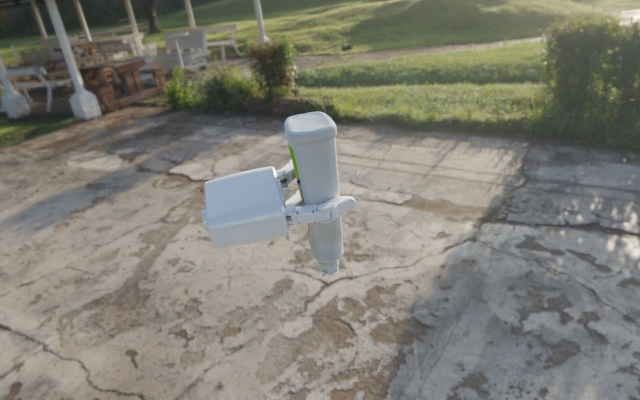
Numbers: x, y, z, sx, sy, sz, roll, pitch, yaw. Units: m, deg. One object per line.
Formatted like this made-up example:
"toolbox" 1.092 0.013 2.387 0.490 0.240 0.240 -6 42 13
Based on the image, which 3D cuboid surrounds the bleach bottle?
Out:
"bleach bottle" 0.000 0.002 0.711 0.068 0.251 0.102 -11 25 -6
